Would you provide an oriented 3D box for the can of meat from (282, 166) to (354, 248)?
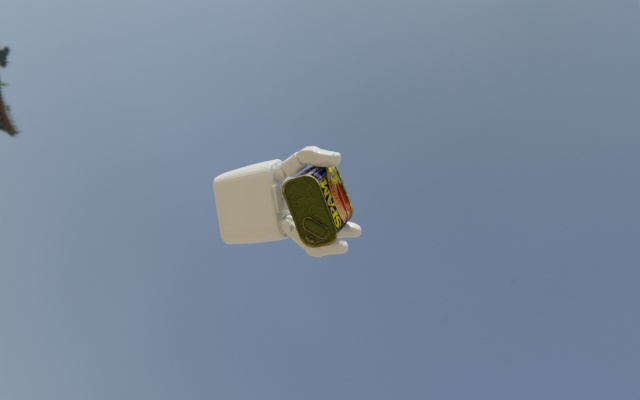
[{"bbox_3d":[0.000,0.002,0.671,0.057,0.102,0.084,-14,14,27],"label":"can of meat"}]
